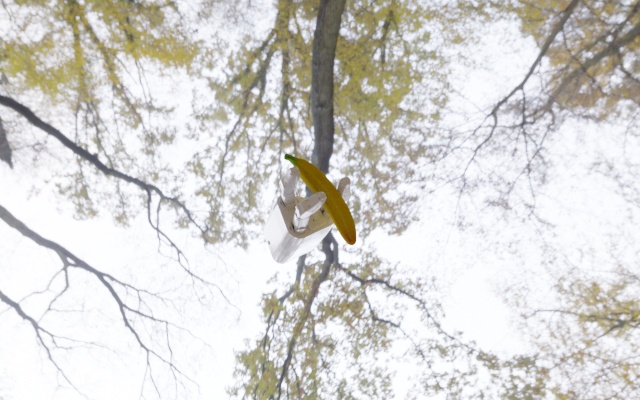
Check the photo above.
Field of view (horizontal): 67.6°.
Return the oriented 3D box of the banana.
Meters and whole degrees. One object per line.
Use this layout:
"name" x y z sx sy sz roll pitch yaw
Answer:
"banana" 0.008 -0.004 0.844 0.037 0.197 0.069 -46 -13 33
